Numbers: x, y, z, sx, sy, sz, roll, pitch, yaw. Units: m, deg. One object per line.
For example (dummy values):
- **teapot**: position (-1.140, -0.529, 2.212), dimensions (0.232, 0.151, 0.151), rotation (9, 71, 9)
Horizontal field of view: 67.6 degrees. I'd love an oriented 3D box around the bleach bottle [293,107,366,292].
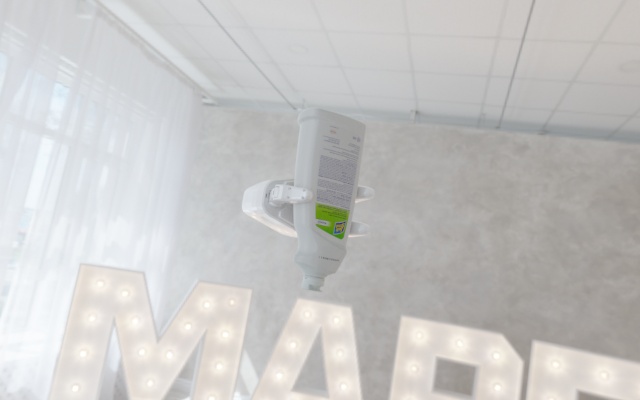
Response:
- **bleach bottle**: position (0.000, 0.002, 0.686), dimensions (0.102, 0.251, 0.068), rotation (13, -9, -25)
